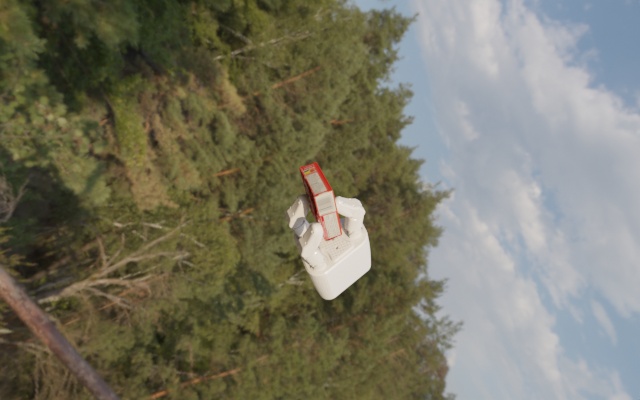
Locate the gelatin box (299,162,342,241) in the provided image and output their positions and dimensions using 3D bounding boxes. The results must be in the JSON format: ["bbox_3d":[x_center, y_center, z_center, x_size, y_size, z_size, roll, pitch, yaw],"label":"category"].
[{"bbox_3d":[0.000,0.002,0.680,0.030,0.089,0.073,-19,41,-7],"label":"gelatin box"}]
